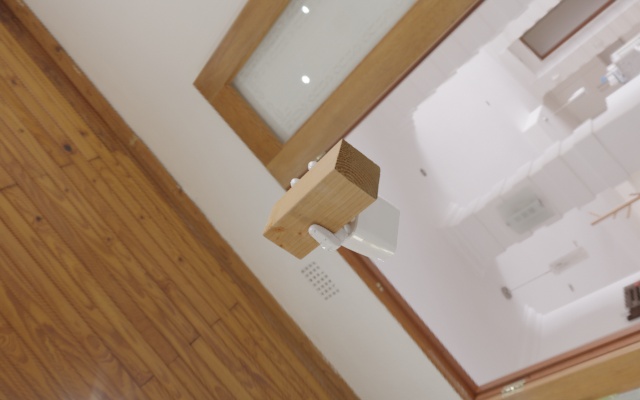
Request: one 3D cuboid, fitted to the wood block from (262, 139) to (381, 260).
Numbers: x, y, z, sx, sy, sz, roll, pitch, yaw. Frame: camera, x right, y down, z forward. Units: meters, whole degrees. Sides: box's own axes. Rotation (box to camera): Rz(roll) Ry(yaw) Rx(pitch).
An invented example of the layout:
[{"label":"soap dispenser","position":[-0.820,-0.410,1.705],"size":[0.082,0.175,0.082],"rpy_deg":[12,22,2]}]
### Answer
[{"label":"wood block","position":[0.000,0.003,0.830],"size":[0.090,0.090,0.206],"rpy_deg":[35,-52,-17]}]
